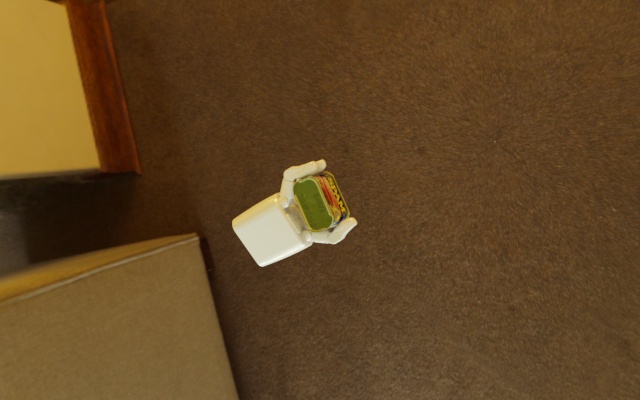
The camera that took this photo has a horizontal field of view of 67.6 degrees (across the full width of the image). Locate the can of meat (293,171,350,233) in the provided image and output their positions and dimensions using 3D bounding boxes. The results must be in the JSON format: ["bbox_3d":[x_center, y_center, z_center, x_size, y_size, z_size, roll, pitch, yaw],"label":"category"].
[{"bbox_3d":[0.000,0.003,0.847,0.057,0.102,0.084,-24,-2,22],"label":"can of meat"}]
